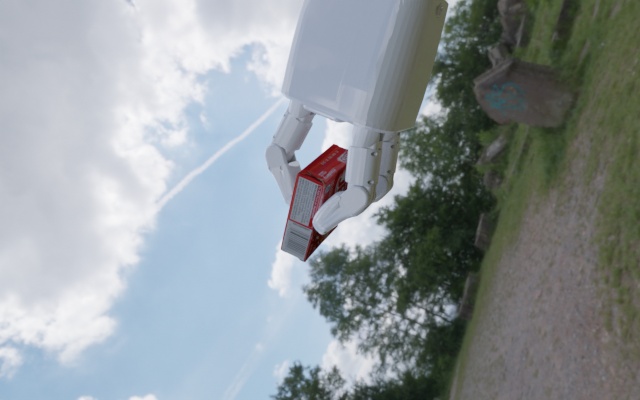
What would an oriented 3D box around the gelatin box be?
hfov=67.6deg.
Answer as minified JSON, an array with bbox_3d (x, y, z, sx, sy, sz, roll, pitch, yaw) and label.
[{"bbox_3d":[0.000,0.002,0.441,0.030,0.089,0.073,25,34,15],"label":"gelatin box"}]
